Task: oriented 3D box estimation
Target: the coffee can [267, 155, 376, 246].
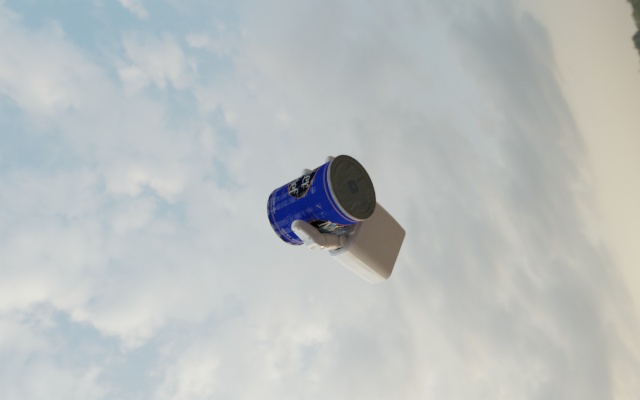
[{"bbox_3d":[0.000,0.002,0.742,0.140,0.102,0.103,-25,-16,38],"label":"coffee can"}]
